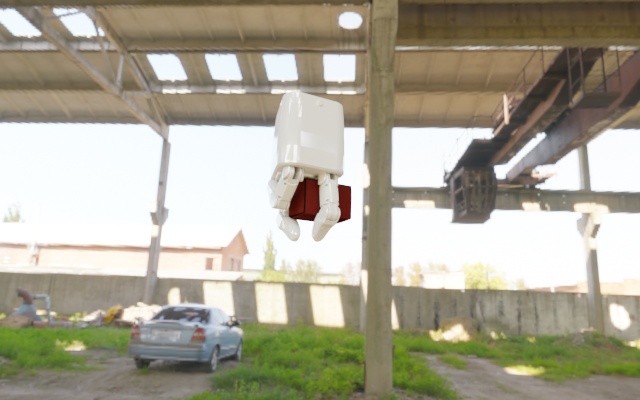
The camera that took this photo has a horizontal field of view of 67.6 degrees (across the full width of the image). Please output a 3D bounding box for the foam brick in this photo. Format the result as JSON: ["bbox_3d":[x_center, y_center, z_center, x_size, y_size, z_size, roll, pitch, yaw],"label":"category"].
[{"bbox_3d":[0.000,0.002,0.687,0.078,0.051,0.053,9,-15,-28],"label":"foam brick"}]
